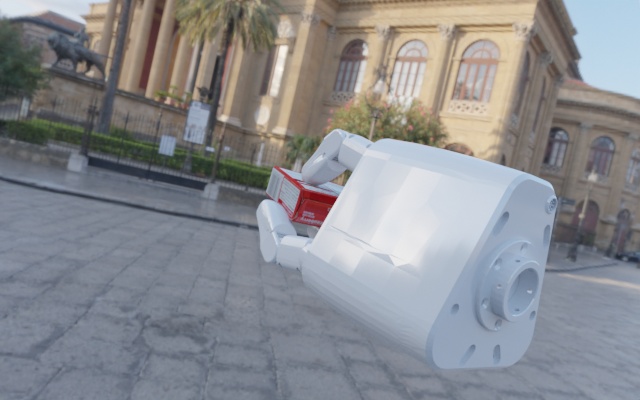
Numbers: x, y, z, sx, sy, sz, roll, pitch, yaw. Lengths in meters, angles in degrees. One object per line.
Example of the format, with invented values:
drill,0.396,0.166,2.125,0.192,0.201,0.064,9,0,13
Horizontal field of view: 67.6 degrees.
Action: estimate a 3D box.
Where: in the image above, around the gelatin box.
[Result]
gelatin box,0.000,0.001,0.408,0.073,0.030,0.089,15,10,-24
